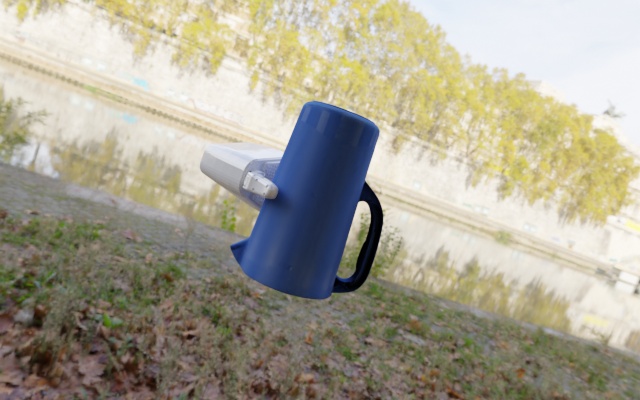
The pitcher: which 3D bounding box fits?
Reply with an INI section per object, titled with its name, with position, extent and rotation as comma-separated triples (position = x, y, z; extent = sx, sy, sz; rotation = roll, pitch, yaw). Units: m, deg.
[pitcher]
position = 0.000, 0.002, 0.639
extent = 0.145, 0.243, 0.149
rotation = 24, 6, 39
